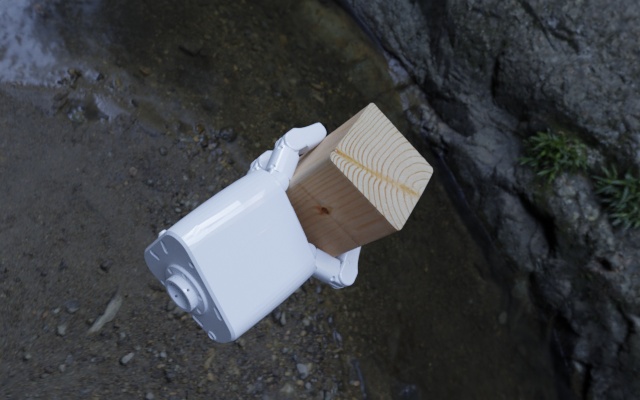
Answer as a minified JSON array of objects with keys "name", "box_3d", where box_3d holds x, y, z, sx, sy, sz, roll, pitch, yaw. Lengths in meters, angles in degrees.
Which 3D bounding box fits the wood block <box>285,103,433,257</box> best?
[{"name":"wood block","box_3d":[0.000,0.002,0.495,0.206,0.091,0.090,-30,19,50]}]
